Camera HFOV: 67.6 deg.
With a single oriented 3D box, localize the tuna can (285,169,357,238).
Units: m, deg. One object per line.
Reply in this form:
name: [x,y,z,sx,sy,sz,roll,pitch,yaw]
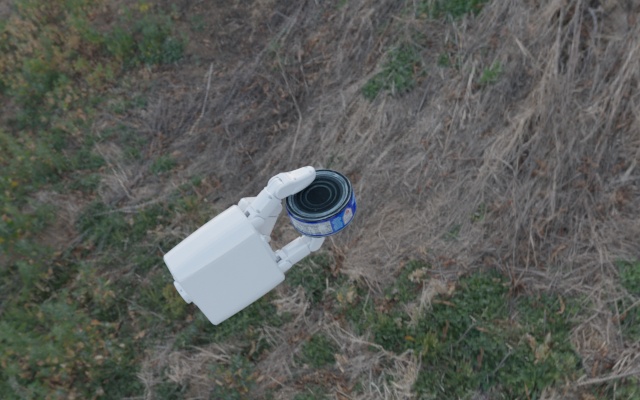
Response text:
tuna can: [0.000,0.002,0.587,0.086,0.086,0.034,0,-40,16]
